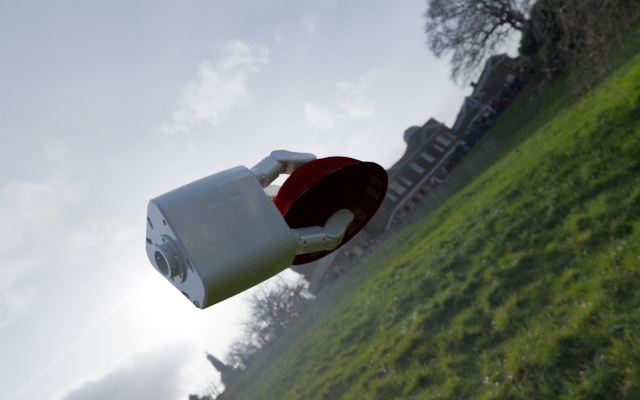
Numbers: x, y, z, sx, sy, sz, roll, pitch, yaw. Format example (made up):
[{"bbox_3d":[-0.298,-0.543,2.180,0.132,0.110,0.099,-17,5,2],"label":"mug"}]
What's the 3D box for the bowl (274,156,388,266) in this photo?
[{"bbox_3d":[0.001,0.001,0.562,0.162,0.162,0.055,0,42,-48],"label":"bowl"}]
